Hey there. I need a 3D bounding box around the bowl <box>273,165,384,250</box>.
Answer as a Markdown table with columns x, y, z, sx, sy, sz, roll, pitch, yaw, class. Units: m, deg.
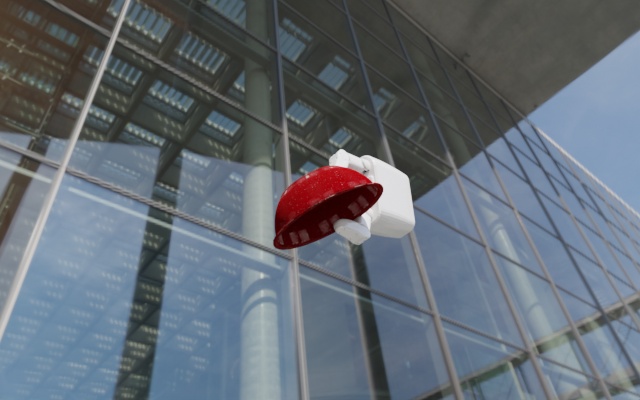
| x | y | z | sx | sy | sz | roll | pitch | yaw | class |
| --- | --- | --- | --- | --- | --- | --- | --- | --- | --- |
| -0.001 | 0.002 | 0.629 | 0.162 | 0.055 | 0.162 | -26 | -17 | -9 | bowl |
